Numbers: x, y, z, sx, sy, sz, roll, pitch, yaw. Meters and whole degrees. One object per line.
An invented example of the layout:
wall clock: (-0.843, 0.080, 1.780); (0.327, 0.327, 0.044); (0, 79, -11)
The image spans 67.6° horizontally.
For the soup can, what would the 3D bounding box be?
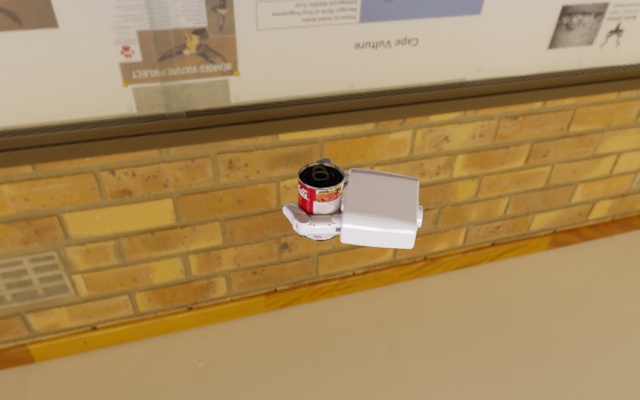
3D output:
soup can: (0.000, 0.003, 0.721); (0.068, 0.102, 0.068); (1, 38, -1)
